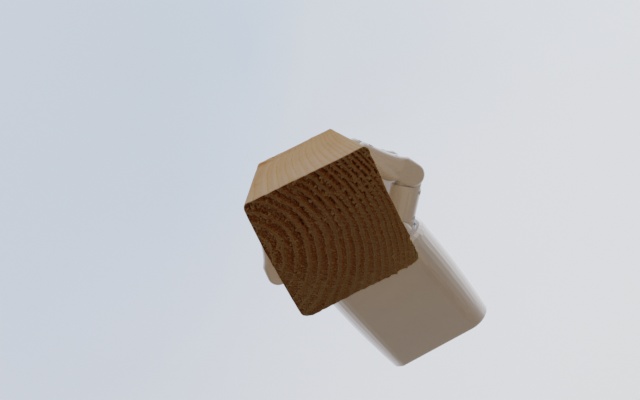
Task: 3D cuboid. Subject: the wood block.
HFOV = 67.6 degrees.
[{"bbox_3d":[0.000,0.002,0.410,0.091,0.090,0.206,-27,12,1],"label":"wood block"}]
